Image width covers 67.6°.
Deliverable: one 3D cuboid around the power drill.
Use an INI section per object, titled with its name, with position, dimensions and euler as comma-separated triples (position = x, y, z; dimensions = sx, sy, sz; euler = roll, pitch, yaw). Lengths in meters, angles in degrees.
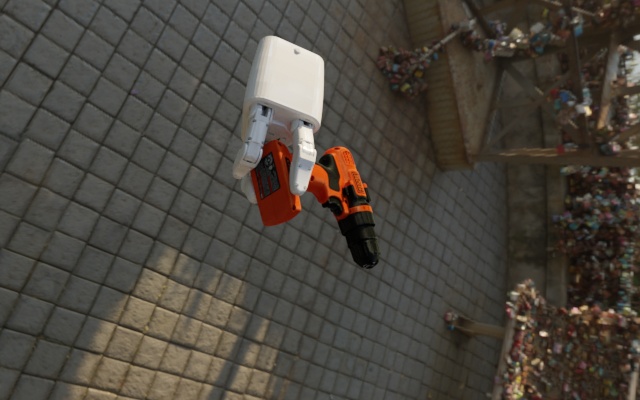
[power drill]
position = 0.000, 0.002, 0.632
dimensions = 0.057, 0.184, 0.188
euler = -32, -25, 31
